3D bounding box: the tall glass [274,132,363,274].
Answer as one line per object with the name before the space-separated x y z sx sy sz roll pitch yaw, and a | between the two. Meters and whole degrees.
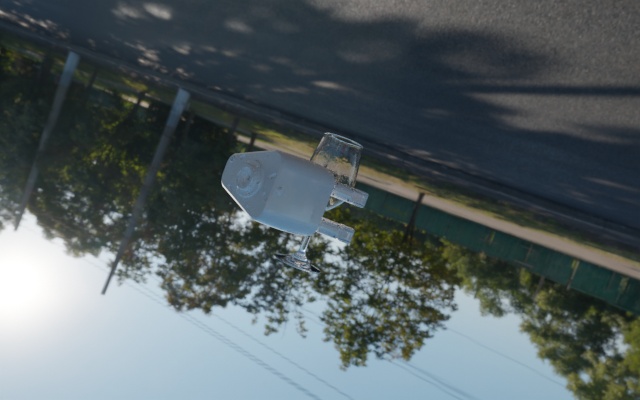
tall glass | 0.000 0.003 0.716 0.079 0.201 0.079 21 1 0
